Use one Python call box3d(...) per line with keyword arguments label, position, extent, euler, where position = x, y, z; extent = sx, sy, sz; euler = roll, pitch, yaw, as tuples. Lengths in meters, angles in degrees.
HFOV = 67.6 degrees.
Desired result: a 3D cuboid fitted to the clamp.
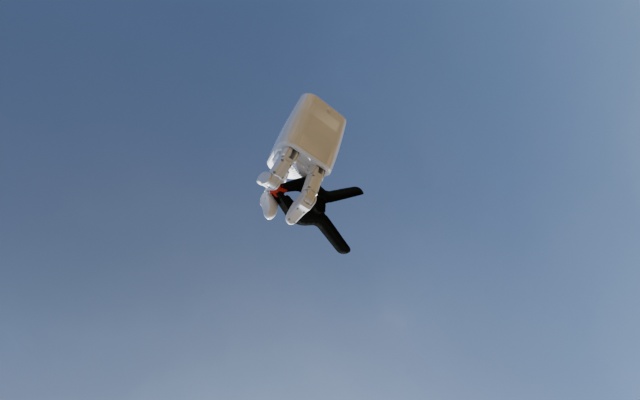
box3d(label="clamp", position=(0.000, 0.003, 0.799), extent=(0.171, 0.120, 0.039), euler=(33, -28, -26))
